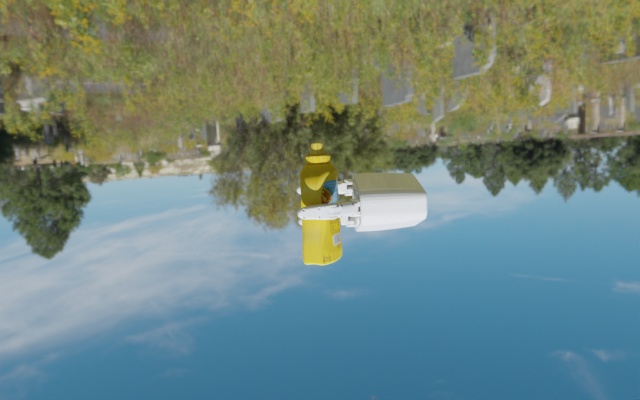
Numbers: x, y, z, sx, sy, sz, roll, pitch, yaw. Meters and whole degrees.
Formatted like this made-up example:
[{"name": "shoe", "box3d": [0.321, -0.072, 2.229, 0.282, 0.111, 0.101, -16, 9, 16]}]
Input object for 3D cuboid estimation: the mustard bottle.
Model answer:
[{"name": "mustard bottle", "box3d": [0.000, 0.003, 0.775, 0.058, 0.191, 0.096, 0, 7, 22]}]
